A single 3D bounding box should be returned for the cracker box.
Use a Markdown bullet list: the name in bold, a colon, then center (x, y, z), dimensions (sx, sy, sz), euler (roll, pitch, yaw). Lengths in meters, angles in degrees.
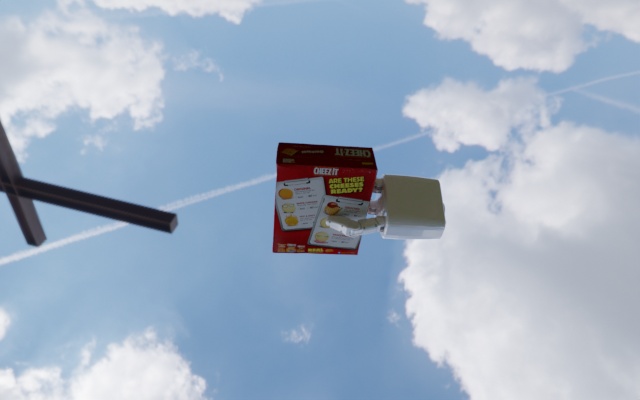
- **cracker box**: center (0.000, 0.003, 0.847), dimensions (0.164, 0.214, 0.072), euler (2, 42, -6)
